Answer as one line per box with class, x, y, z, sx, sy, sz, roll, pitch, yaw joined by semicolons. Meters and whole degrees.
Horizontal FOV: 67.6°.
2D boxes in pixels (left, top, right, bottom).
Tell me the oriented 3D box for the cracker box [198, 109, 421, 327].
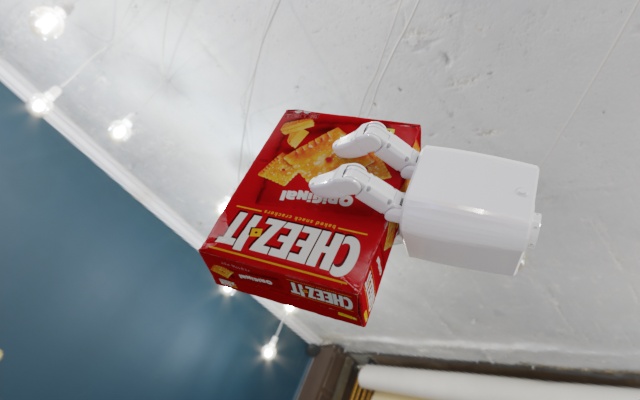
cracker box;0.000;0.002;0.497;0.164;0.213;0.072;11;-37;20
